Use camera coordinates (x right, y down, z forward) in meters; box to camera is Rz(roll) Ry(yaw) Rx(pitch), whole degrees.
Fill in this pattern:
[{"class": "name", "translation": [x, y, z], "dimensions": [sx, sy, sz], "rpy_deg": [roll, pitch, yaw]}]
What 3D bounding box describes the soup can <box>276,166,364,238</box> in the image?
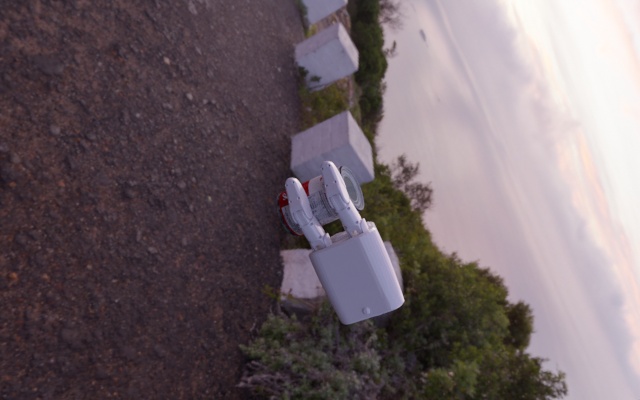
[{"class": "soup can", "translation": [0.000, 0.002, 0.655], "dimensions": [0.102, 0.068, 0.068], "rpy_deg": [-23, -9, 22]}]
